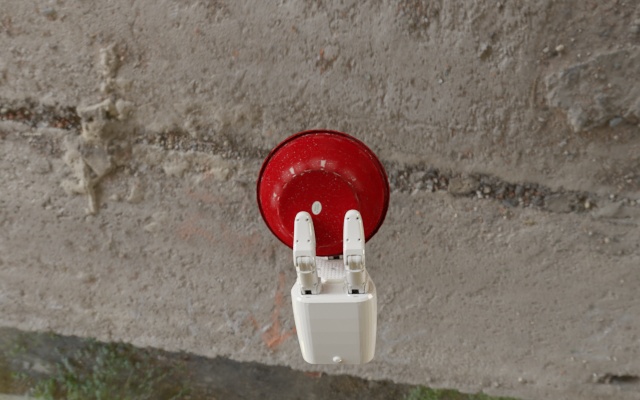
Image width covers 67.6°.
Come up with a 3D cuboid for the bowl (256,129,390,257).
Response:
[{"bbox_3d":[0.000,0.001,0.550,0.162,0.162,0.055,0,17,5],"label":"bowl"}]
